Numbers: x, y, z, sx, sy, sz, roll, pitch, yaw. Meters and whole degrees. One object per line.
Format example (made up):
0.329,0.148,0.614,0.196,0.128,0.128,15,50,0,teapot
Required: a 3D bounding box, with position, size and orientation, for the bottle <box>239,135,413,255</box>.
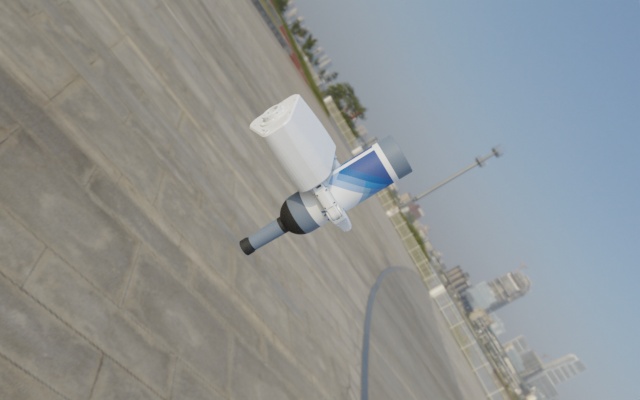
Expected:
0.000,0.002,0.754,0.296,0.069,0.069,-31,-5,9,bottle
